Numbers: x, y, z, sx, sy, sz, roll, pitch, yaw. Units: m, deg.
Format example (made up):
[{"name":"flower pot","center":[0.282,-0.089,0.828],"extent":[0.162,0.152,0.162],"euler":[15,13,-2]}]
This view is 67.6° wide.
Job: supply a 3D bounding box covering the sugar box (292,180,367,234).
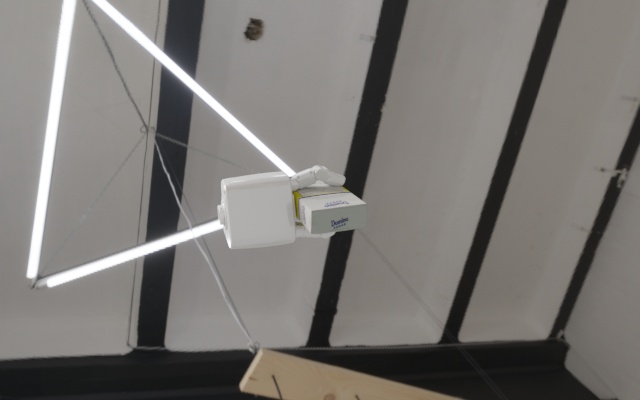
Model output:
[{"name":"sugar box","center":[0.000,0.003,0.790],"extent":[0.093,0.048,0.176],"euler":[-7,22,-18]}]
